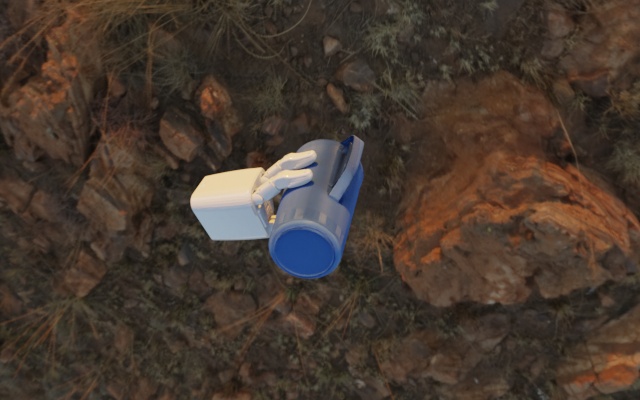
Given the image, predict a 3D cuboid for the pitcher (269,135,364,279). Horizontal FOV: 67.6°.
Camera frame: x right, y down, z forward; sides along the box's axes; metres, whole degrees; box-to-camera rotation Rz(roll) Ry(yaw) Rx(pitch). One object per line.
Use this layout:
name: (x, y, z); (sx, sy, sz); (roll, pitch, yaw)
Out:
pitcher: (0.000, 0.003, 0.771); (0.145, 0.149, 0.242); (-3, 32, 12)
